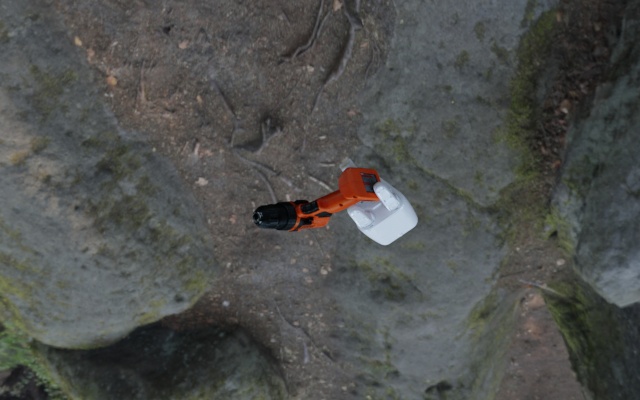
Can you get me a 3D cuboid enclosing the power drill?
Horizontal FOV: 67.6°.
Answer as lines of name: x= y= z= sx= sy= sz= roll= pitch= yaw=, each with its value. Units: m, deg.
power drill: x=0.001 y=0.003 z=0.816 sx=0.188 sy=0.057 sz=0.184 roll=-24 pitch=-13 yaw=35
